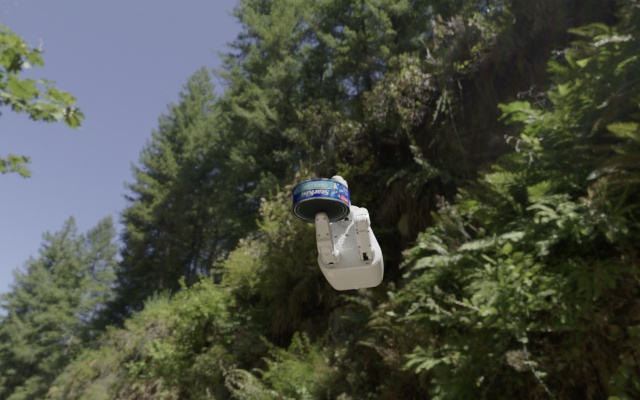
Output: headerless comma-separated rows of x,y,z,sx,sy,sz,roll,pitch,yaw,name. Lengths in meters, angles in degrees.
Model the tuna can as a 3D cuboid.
0.000,0.002,0.692,0.086,0.033,0.086,0,-26,0,tuna can
